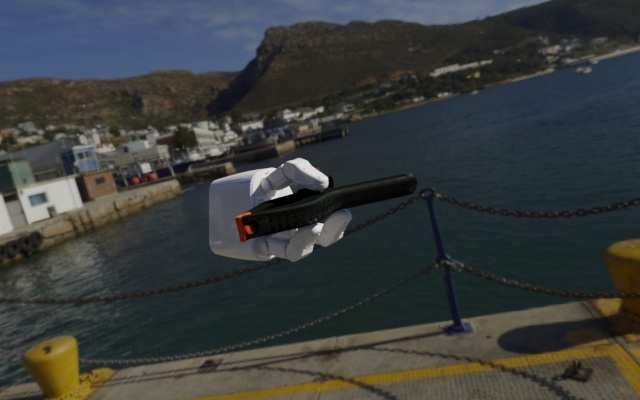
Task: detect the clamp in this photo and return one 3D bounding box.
[{"bbox_3d":[-0.001,0.001,0.556,0.164,0.036,0.210,-2,15,45],"label":"clamp"}]
